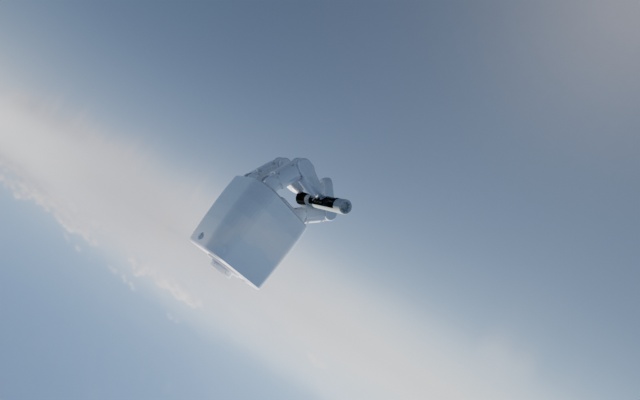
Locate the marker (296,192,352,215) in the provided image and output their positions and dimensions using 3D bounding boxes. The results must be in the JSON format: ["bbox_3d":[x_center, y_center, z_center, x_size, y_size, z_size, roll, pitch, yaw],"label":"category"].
[{"bbox_3d":[0.000,0.002,0.632,0.020,0.020,0.121,0,6,-31],"label":"marker"}]
